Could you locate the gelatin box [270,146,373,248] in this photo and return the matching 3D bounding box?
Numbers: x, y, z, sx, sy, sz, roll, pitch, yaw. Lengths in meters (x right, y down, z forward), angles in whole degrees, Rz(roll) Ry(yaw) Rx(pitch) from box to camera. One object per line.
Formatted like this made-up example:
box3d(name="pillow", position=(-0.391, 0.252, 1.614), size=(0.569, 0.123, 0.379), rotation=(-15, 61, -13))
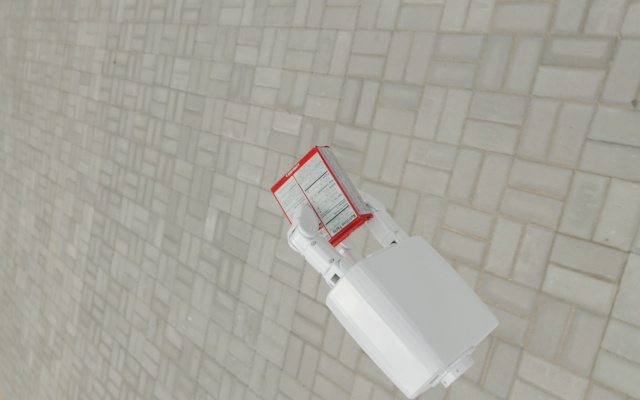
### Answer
box3d(name="gelatin box", position=(0.000, 0.001, 0.479), size=(0.073, 0.089, 0.030), rotation=(-42, -19, 29))
